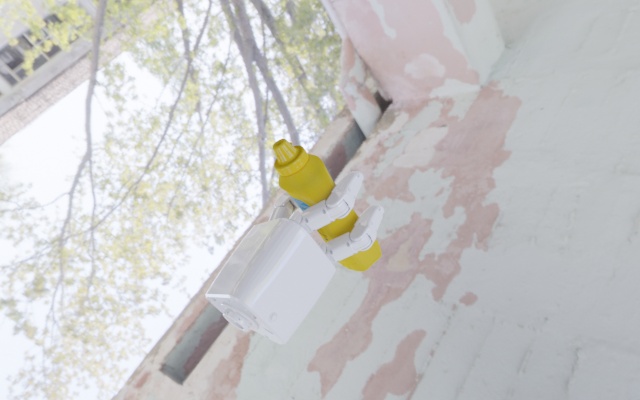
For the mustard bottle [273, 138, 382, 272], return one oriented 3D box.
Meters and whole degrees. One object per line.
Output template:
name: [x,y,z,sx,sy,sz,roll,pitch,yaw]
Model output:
mustard bottle: [0.000,0.002,0.586,0.058,0.192,0.096,-40,32,-6]
